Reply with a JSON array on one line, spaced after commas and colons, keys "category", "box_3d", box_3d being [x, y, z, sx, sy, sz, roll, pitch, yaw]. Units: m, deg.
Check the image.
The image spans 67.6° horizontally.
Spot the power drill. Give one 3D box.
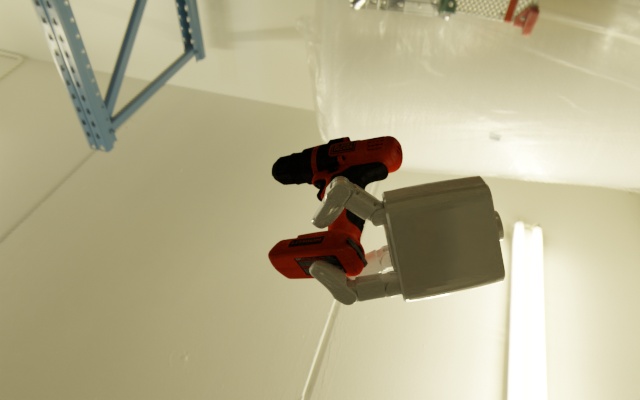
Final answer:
[{"category": "power drill", "box_3d": [0.000, 0.002, 0.578, 0.184, 0.187, 0.057, -8, -42, 29]}]
